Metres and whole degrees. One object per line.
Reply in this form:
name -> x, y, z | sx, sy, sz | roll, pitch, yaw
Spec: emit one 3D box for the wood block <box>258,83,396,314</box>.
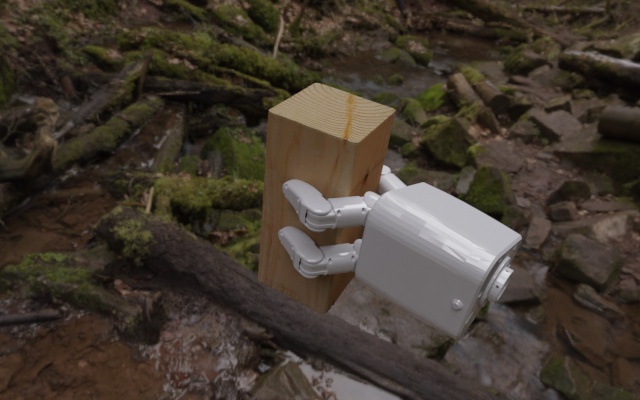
wood block -> 0.001, 0.001, 0.487 | 0.090, 0.206, 0.090 | 23, 38, 19
